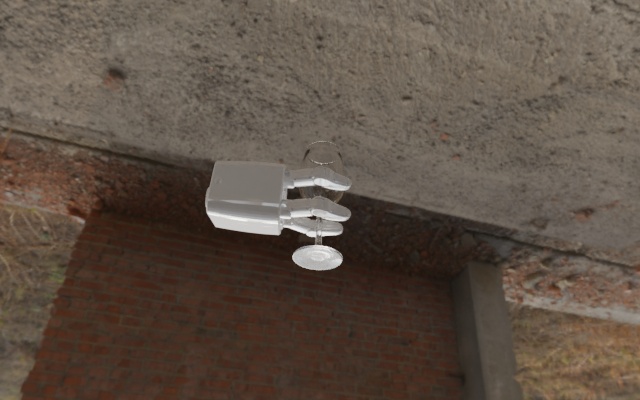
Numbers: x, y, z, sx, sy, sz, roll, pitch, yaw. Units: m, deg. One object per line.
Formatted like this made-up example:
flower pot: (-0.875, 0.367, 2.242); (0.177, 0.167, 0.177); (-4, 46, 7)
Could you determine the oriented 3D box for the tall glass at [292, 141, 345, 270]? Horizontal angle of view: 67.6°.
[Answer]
tall glass: (0.000, 0.003, 0.751); (0.079, 0.201, 0.079); (3, -34, 2)
